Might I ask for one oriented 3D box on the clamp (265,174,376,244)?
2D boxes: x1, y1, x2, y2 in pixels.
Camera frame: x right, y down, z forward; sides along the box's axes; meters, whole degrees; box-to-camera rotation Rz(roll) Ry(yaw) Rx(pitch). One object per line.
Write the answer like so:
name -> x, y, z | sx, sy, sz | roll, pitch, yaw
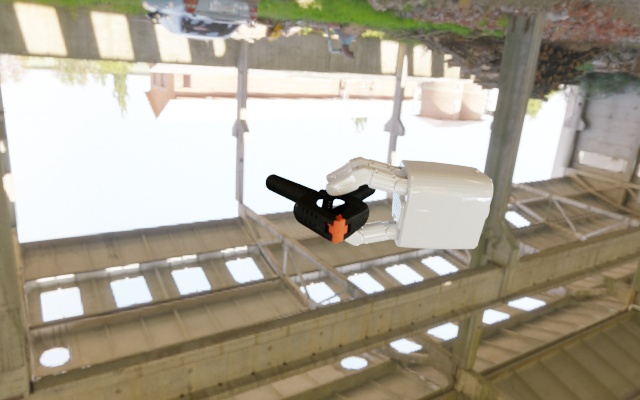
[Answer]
clamp -> 0.000, 0.003, 0.625 | 0.164, 0.036, 0.210 | 4, 18, 0
